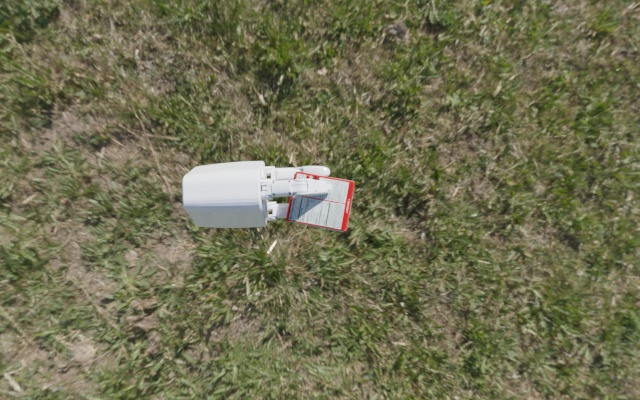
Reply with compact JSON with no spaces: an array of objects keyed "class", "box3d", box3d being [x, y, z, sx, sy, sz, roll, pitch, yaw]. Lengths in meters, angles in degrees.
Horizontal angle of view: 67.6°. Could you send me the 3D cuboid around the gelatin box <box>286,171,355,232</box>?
[{"class":"gelatin box","box3d":[0.000,0.002,0.690,0.089,0.073,0.030,10,-6,3]}]
